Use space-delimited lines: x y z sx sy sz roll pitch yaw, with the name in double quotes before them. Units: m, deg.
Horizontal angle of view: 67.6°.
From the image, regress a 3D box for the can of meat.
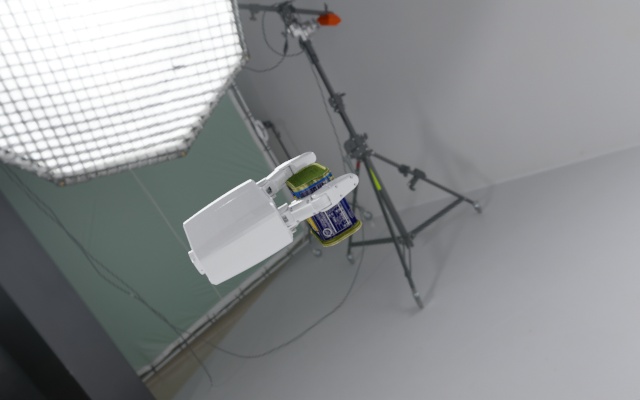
"can of meat" 0.000 0.002 0.615 0.057 0.084 0.102 -31 15 -6
